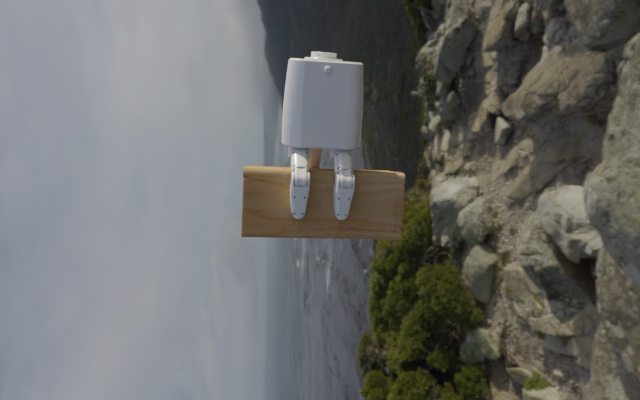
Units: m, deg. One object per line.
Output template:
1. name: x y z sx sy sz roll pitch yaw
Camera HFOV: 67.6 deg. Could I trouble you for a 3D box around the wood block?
1. wood block: 0.000 0.002 0.646 0.206 0.090 0.091 2 5 -7
